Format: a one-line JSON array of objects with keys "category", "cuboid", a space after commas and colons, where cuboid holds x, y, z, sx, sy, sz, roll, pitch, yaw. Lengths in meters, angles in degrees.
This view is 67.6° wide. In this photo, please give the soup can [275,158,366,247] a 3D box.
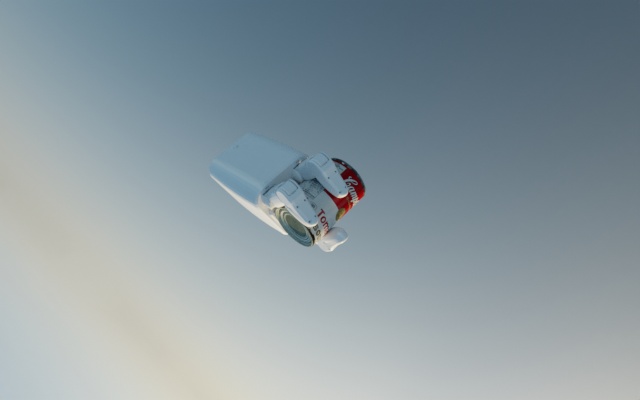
[{"category": "soup can", "cuboid": [0.000, 0.002, 0.611, 0.102, 0.068, 0.068, -43, 21, -25]}]
